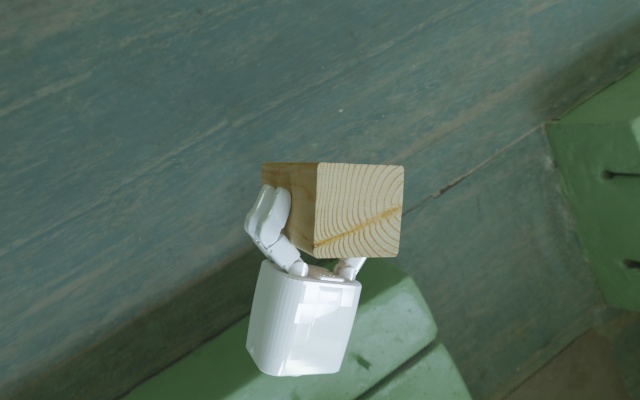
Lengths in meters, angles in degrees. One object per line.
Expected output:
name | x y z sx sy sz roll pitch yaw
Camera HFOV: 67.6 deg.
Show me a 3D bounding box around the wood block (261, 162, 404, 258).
wood block | 0.000 0.002 0.538 0.091 0.090 0.206 2 4 -21
